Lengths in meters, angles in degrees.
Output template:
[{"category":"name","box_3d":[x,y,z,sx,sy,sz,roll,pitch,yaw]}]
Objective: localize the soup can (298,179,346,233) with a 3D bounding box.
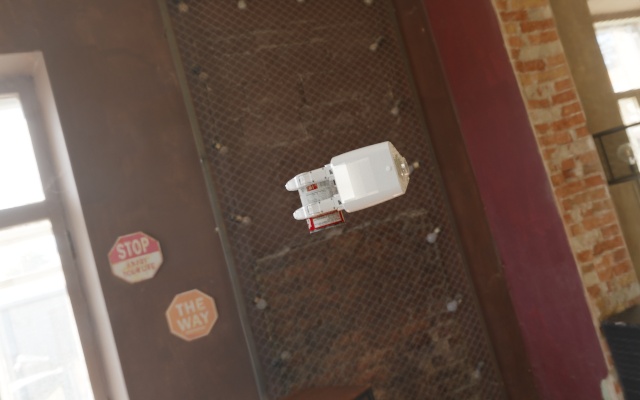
[{"category":"soup can","box_3d":[0.000,0.003,0.881,0.068,0.102,0.068,-16,-4,-1]}]
